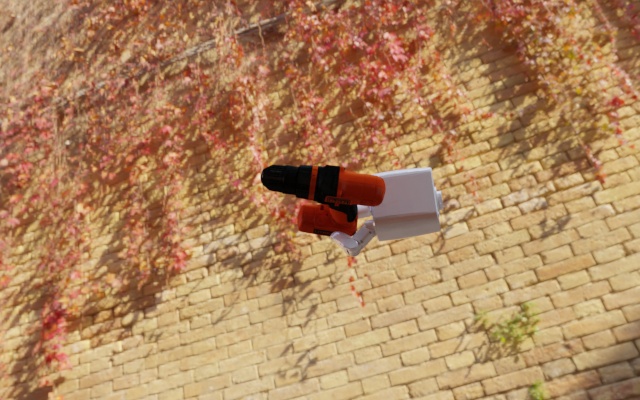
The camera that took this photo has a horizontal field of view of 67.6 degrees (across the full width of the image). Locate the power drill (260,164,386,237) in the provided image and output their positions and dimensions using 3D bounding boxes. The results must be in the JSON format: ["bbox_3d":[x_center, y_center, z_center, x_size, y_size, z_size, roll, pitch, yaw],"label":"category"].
[{"bbox_3d":[0.000,0.003,0.765,0.184,0.057,0.188,9,-21,1],"label":"power drill"}]
